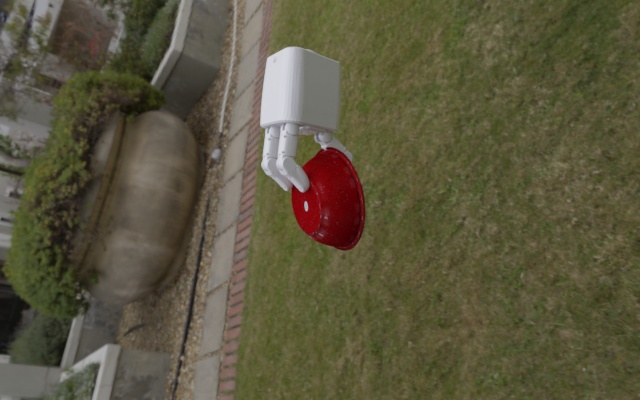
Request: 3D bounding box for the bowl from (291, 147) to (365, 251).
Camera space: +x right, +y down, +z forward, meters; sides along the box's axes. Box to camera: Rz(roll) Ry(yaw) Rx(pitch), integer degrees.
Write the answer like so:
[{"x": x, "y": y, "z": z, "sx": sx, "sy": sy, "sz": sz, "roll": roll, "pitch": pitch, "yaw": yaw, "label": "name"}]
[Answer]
[{"x": 0.000, "y": 0.004, "z": 0.721, "sx": 0.055, "sy": 0.162, "sz": 0.162, "roll": -12, "pitch": 6, "yaw": -29, "label": "bowl"}]
